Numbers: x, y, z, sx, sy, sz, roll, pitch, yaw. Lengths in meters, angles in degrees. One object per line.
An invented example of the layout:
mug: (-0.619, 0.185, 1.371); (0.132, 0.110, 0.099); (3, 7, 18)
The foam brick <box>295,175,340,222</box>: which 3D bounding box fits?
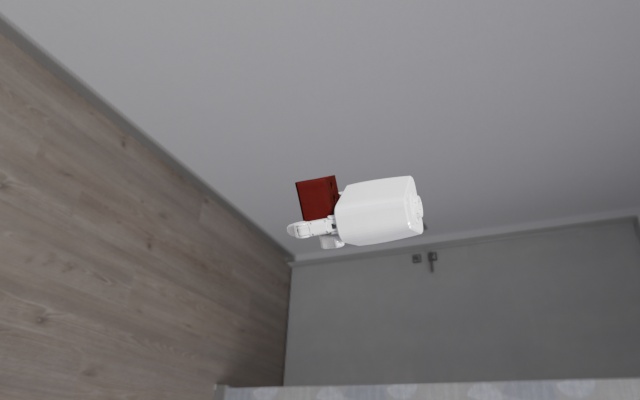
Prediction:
foam brick: (0.000, 0.002, 0.750); (0.051, 0.078, 0.053); (-11, 4, 21)
